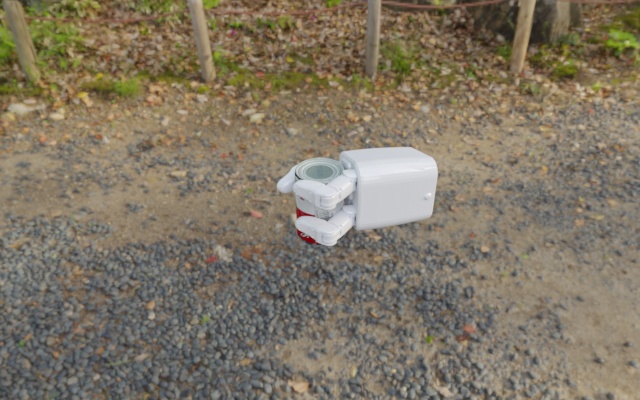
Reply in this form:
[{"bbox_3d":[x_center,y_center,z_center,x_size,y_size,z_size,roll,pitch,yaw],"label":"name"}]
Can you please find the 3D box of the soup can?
[{"bbox_3d":[0.000,0.002,0.645,0.068,0.102,0.068,-1,34,0],"label":"soup can"}]
